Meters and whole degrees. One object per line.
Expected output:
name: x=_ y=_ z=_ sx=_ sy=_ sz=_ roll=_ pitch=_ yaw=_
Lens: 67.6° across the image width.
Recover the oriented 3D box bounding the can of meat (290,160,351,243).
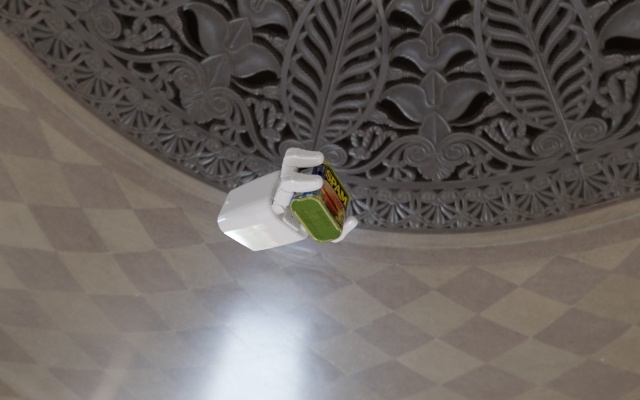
can of meat: x=0.000 y=0.003 z=0.735 sx=0.057 sy=0.102 sz=0.084 roll=-16 pitch=37 yaw=26
